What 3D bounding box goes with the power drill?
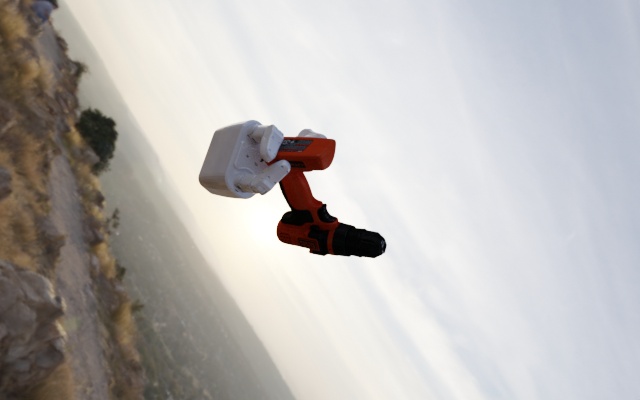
[{"bbox_3d":[0.000,0.002,0.695,0.184,0.188,0.057,6,36,28],"label":"power drill"}]
